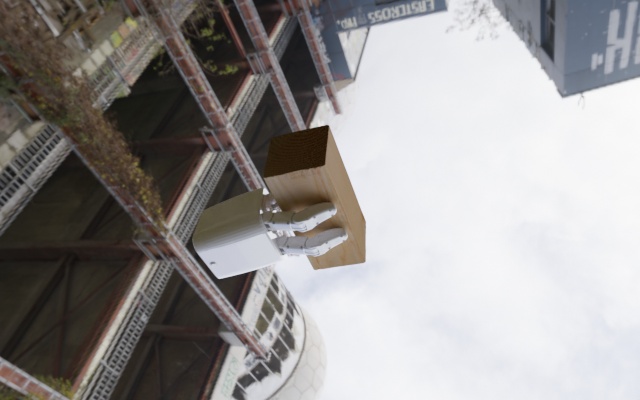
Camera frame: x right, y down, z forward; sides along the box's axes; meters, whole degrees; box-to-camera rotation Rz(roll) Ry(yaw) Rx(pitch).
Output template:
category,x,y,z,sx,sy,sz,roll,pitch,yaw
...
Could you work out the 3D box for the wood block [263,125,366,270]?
category,x,y,z,sx,sy,sz,roll,pitch,yaw
wood block,0.000,0.002,0.712,0.090,0.090,0.206,-11,-47,15
